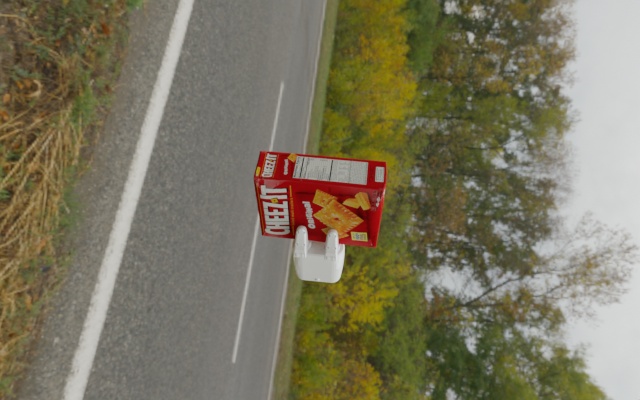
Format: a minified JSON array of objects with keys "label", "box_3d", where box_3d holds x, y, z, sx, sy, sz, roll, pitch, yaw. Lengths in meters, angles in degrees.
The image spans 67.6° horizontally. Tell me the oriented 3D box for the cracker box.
[{"label":"cracker box","box_3d":[0.000,0.003,0.828,0.213,0.072,0.164,5,-40,4]}]
